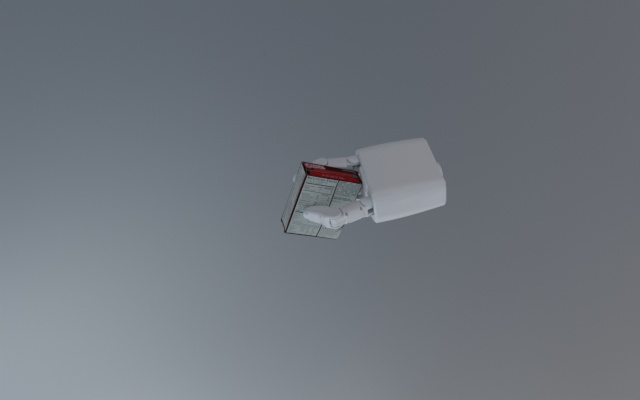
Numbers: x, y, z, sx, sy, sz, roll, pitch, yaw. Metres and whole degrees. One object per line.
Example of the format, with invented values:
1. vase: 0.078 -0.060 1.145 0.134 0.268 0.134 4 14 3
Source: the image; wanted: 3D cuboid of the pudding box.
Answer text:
1. pudding box: 0.000 0.002 0.708 0.090 0.113 0.039 10 32 -20
